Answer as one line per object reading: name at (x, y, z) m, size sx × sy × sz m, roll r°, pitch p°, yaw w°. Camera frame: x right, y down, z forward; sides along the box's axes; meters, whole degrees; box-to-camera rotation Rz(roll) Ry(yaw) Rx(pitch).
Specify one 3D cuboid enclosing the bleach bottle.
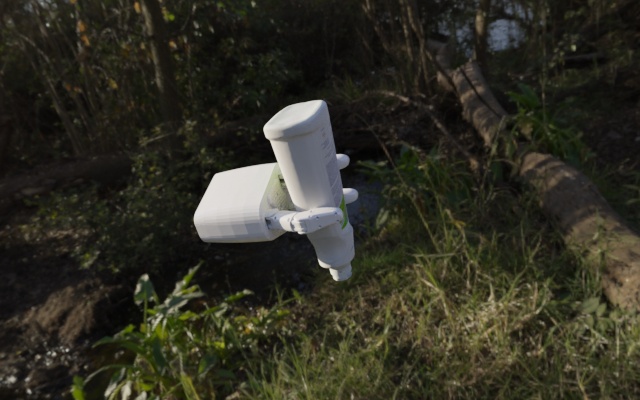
bleach bottle at (0.000, 0.002, 0.635) m, size 0.068 × 0.251 × 0.102 m, roll -6°, pitch 26°, yaw 20°
